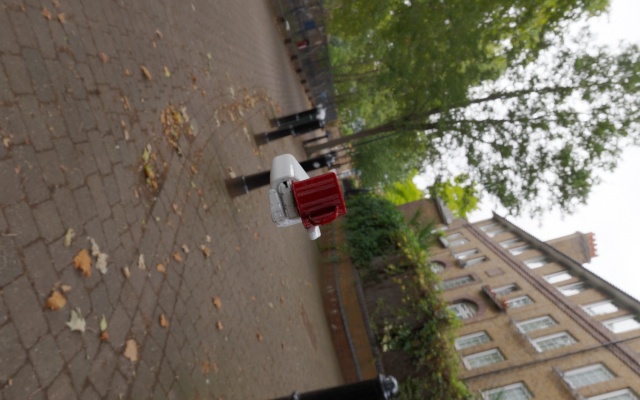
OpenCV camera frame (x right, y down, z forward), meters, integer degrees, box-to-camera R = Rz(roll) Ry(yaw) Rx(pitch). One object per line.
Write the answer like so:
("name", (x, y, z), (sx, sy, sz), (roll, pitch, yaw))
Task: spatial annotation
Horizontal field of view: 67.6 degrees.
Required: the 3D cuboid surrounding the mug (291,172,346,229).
("mug", (0.001, 0.003, 0.860), (0.081, 0.093, 0.117), (-16, 34, 2))
